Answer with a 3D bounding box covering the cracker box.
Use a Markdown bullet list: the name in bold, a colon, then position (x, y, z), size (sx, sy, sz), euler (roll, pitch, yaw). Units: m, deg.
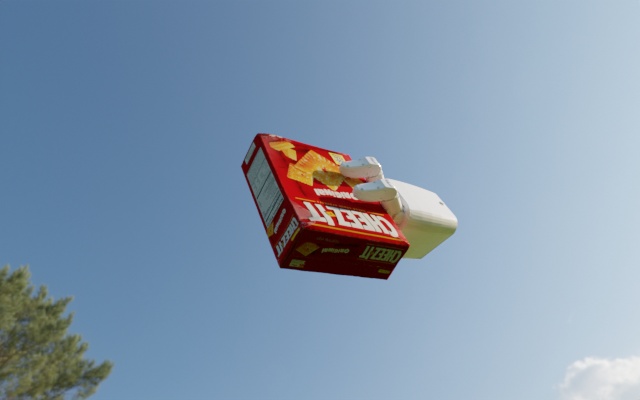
- **cracker box**: position (0.000, 0.002, 0.646), size (0.164, 0.072, 0.213), euler (11, 32, -31)
